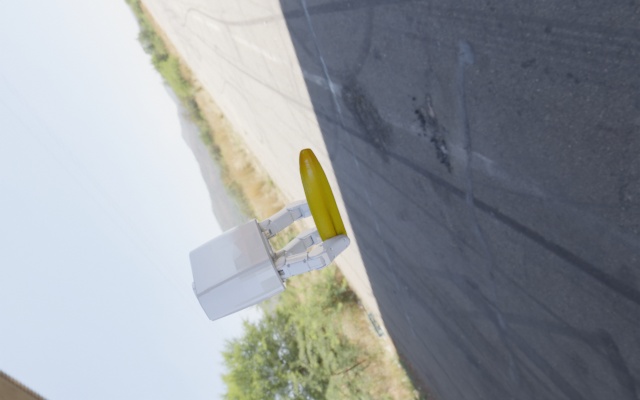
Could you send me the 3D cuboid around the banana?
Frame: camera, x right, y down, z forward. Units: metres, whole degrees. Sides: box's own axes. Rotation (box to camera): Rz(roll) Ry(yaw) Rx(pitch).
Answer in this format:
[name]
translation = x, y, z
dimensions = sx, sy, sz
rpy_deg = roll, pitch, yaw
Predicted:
[banana]
translation = 0.006, 0.017, 0.638
dimensions = 0.037, 0.069, 0.198
rpy_deg = -22, -40, -1
